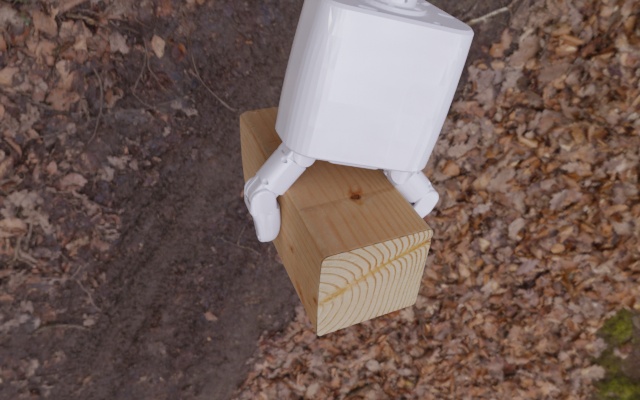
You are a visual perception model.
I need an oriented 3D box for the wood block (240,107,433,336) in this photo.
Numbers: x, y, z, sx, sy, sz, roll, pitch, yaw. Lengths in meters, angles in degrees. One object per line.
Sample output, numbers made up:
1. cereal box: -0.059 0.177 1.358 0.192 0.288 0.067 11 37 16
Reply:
1. wood block: 0.000 0.001 0.429 0.091 0.090 0.206 -13 42 -18
